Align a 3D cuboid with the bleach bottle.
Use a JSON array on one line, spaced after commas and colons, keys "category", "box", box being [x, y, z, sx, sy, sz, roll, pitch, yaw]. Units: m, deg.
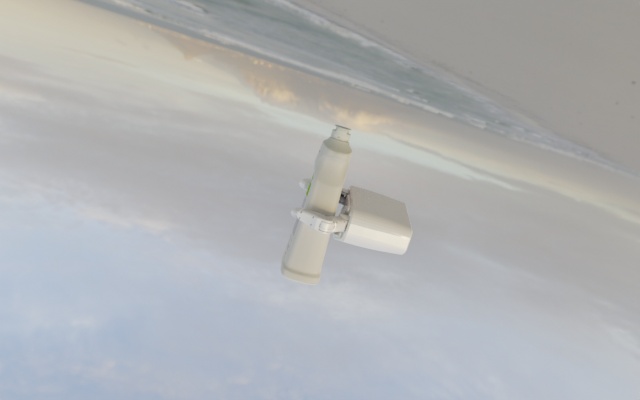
[{"category": "bleach bottle", "box": [0.000, 0.003, 0.777, 0.068, 0.251, 0.102, 16, 14, -7]}]
